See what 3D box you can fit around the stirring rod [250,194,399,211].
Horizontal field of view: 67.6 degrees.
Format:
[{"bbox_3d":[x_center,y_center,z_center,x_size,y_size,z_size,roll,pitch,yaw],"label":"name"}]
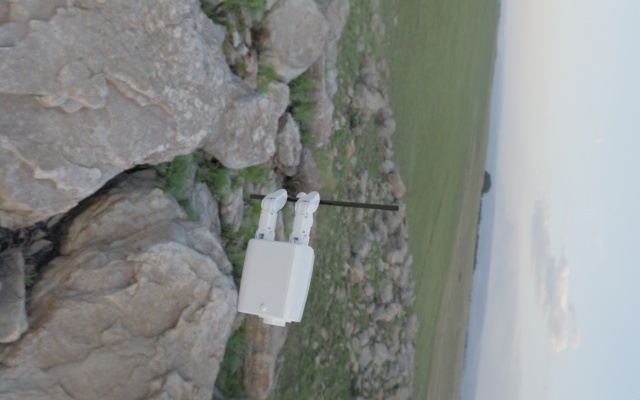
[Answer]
[{"bbox_3d":[0.000,0.002,0.736,0.239,0.011,0.011,5,1,19],"label":"stirring rod"}]
